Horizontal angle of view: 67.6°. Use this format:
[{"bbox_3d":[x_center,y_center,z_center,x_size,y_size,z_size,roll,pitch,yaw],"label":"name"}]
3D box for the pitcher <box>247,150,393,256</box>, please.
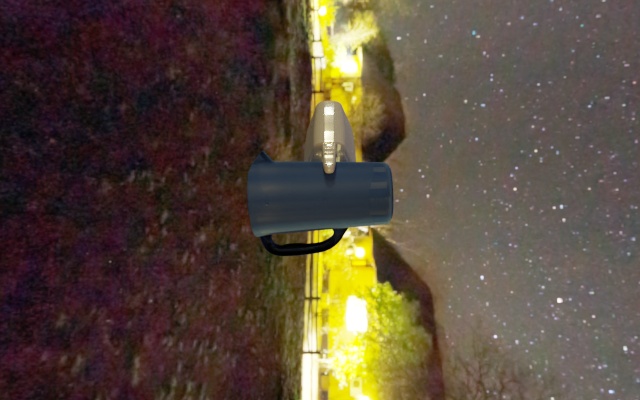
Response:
[{"bbox_3d":[0.000,0.003,0.829,0.243,0.145,0.149,-2,-32,3],"label":"pitcher"}]
